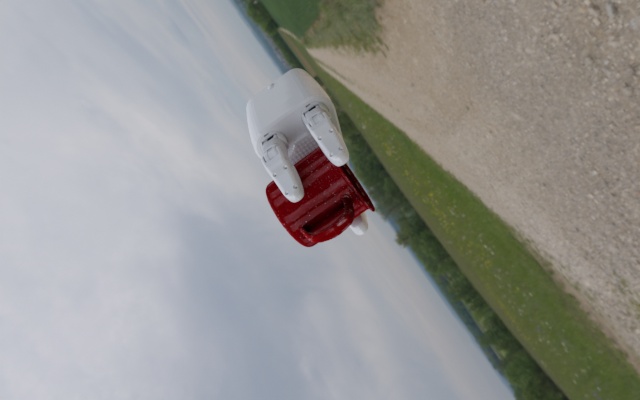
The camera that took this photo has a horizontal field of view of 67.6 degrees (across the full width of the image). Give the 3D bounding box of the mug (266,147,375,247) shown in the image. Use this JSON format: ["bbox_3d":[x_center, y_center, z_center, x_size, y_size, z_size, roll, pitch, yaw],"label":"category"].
[{"bbox_3d":[0.000,0.003,0.487,0.081,0.093,0.117,-35,35,9],"label":"mug"}]
